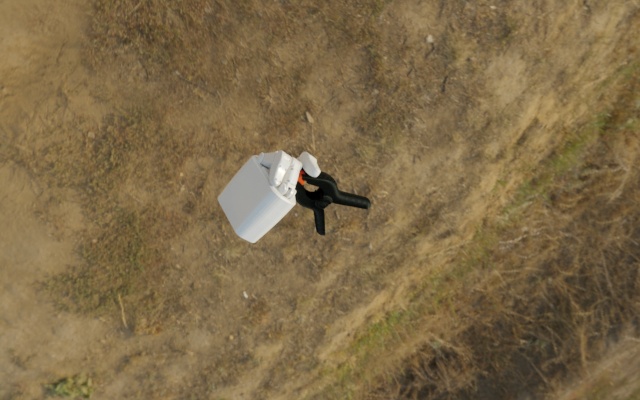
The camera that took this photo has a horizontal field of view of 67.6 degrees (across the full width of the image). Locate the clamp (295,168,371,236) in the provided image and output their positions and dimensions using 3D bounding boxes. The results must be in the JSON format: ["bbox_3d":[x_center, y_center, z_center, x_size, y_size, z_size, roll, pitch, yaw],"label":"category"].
[{"bbox_3d":[0.000,0.003,0.882,0.171,0.120,0.039,34,22,-35],"label":"clamp"}]
